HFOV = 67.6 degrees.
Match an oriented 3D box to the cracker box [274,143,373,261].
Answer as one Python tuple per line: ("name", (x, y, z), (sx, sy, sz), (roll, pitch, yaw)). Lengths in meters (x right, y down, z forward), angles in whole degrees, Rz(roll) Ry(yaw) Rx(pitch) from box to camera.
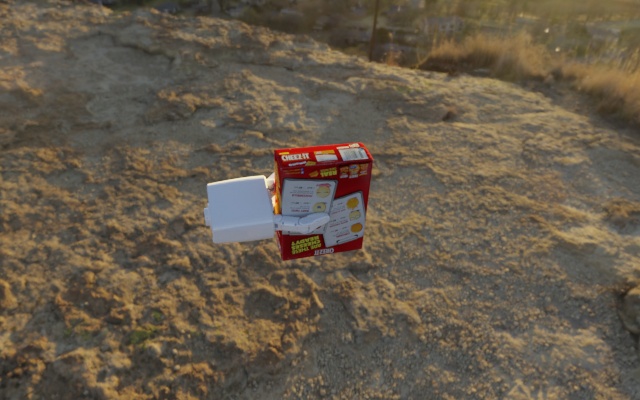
("cracker box", (0.000, 0.003, 0.884), (0.164, 0.214, 0.072), (-7, 39, -12))
